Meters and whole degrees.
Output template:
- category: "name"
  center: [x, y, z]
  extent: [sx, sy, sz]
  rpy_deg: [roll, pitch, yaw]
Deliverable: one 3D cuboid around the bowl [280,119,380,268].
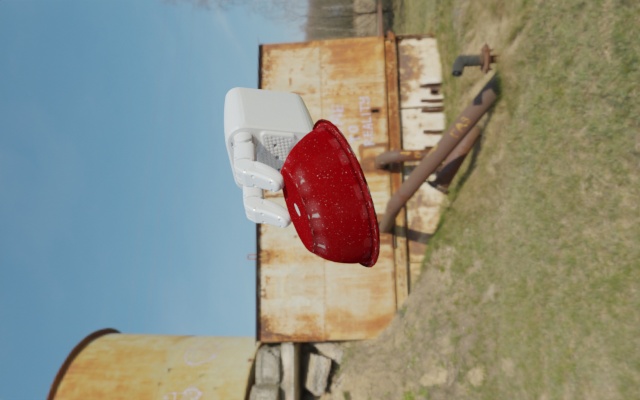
- category: "bowl"
  center: [0.000, 0.002, 0.489]
  extent: [0.055, 0.162, 0.162]
  rpy_deg: [-19, 5, -14]
